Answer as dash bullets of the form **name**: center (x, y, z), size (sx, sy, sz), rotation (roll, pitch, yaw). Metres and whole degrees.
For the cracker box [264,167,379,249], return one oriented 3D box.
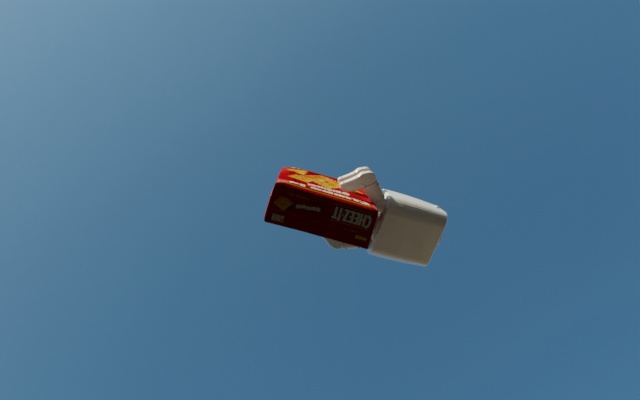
- **cracker box**: center (0.000, 0.003, 0.809), size (0.164, 0.072, 0.213), rotation (15, 9, -4)
